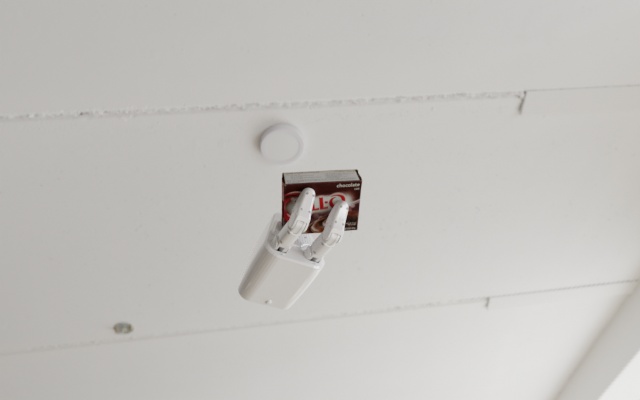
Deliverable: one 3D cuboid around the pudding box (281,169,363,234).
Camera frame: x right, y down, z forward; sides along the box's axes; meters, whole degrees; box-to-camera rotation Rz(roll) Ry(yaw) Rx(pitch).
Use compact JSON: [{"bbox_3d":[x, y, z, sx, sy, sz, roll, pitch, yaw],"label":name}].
[{"bbox_3d":[0.000,0.002,0.693,0.113,0.090,0.039,-5,37,-10],"label":"pudding box"}]
